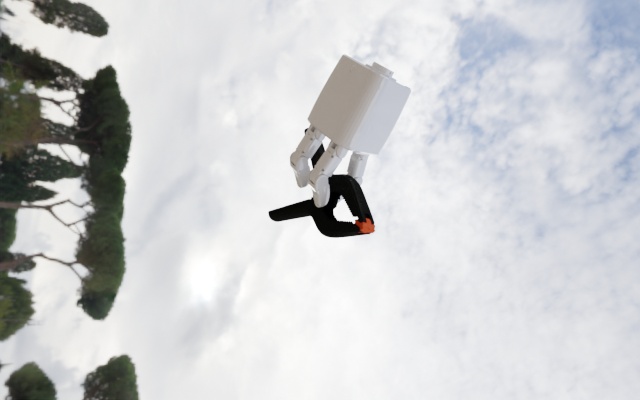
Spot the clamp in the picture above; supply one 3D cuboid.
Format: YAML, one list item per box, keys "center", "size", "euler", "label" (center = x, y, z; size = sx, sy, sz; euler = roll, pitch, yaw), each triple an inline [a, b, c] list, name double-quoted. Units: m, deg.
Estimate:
- center: [0.001, 0.003, 0.716]
  size: [0.036, 0.164, 0.210]
  euler: [13, 23, -43]
  label: "clamp"
